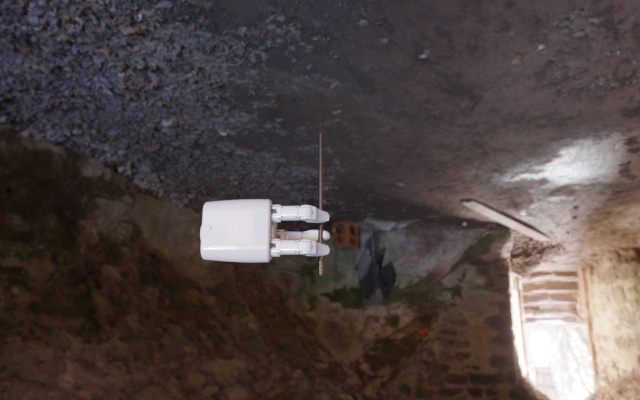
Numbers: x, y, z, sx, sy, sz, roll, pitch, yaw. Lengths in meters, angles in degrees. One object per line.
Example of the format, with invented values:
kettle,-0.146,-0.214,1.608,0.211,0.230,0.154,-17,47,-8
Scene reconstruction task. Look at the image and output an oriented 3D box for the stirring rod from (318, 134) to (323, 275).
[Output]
stirring rod,0.000,0.003,0.796,0.011,0.239,0.011,0,-14,0
